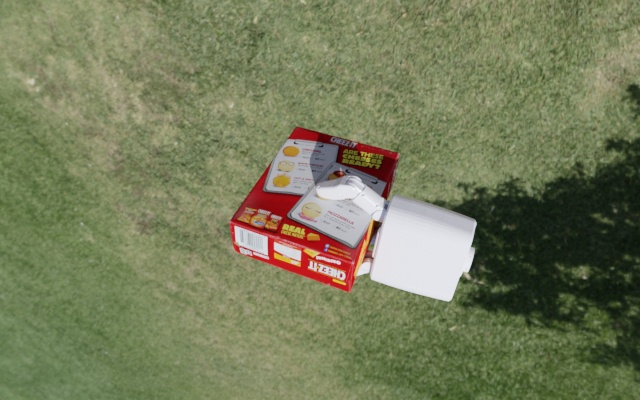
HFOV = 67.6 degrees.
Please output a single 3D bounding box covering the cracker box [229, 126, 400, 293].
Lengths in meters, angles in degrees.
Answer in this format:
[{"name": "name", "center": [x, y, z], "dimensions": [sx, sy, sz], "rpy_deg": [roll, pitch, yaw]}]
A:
[{"name": "cracker box", "center": [0.000, 0.002, 0.652], "dimensions": [0.164, 0.072, 0.213], "rpy_deg": [17, 47, 13]}]
